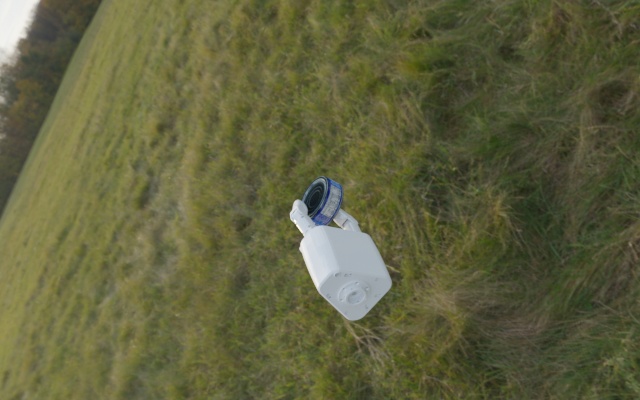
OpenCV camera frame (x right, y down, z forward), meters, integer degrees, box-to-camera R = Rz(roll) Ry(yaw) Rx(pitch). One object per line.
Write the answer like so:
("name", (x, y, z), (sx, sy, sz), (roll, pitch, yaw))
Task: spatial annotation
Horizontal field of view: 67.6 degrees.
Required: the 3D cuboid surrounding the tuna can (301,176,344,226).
("tuna can", (0.000, 0.002, 0.811), (0.034, 0.086, 0.086), (27, -13, -26))
